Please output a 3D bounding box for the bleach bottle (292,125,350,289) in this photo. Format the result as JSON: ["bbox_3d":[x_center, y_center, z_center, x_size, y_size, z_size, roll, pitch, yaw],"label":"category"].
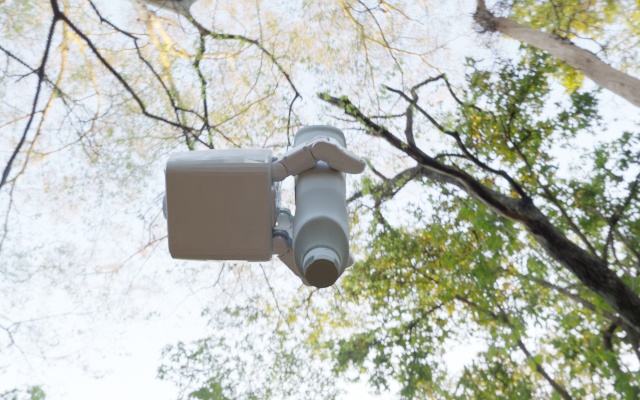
[{"bbox_3d":[0.000,0.002,0.501,0.068,0.103,0.250,0,24,0],"label":"bleach bottle"}]
